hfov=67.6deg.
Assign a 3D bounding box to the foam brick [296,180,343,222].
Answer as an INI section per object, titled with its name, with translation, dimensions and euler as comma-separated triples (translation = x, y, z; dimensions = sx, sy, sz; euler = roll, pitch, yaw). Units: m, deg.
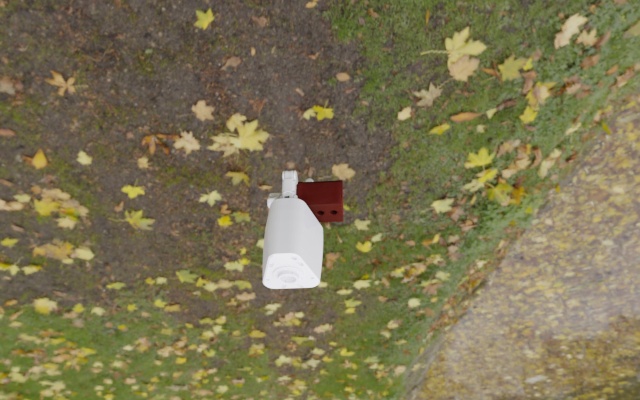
[foam brick]
translation = 0.000, 0.002, 0.806
dimensions = 0.078, 0.051, 0.053
euler = -3, -39, 5
